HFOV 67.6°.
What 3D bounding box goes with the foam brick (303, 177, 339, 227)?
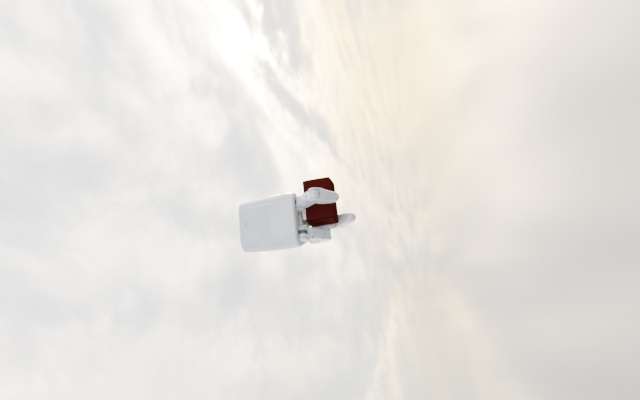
[{"bbox_3d":[0.000,0.003,0.870,0.051,0.078,0.053,-9,-16,10],"label":"foam brick"}]
